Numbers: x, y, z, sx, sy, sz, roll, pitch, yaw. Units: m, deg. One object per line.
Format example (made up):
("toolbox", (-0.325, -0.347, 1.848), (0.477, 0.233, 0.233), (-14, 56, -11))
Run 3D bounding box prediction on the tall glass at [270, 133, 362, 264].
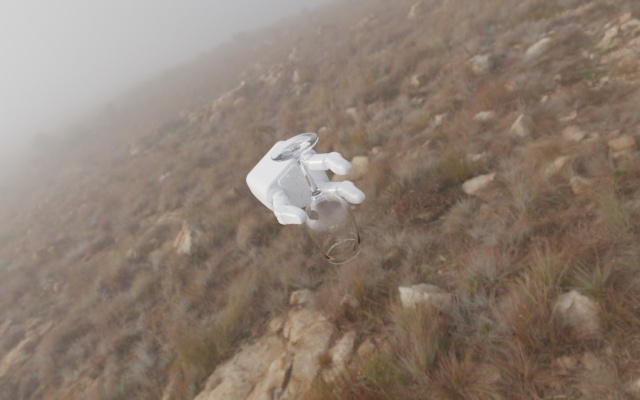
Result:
("tall glass", (0.000, 0.002, 0.725), (0.079, 0.201, 0.079), (-20, 28, 11))
